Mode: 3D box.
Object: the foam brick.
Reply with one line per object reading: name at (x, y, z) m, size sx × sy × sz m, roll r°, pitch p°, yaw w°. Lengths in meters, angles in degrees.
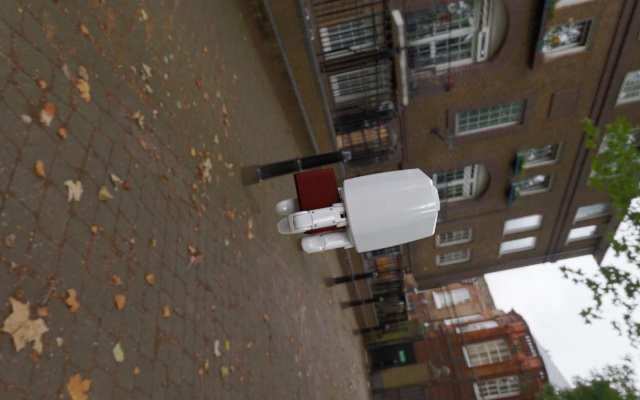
foam brick at (0.000, 0.002, 0.616) m, size 0.051 × 0.078 × 0.053 m, roll -11°, pitch -6°, yaw 5°
